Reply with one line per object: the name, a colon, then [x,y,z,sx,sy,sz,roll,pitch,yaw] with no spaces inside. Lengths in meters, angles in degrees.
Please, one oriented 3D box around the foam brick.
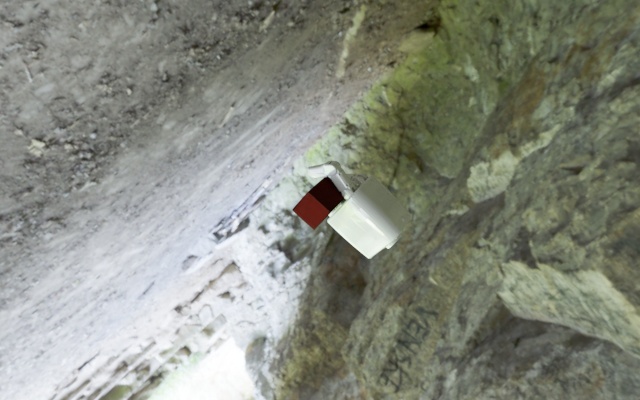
foam brick: [0.000,0.003,0.817,0.053,0.051,0.078,-48,-2,36]
